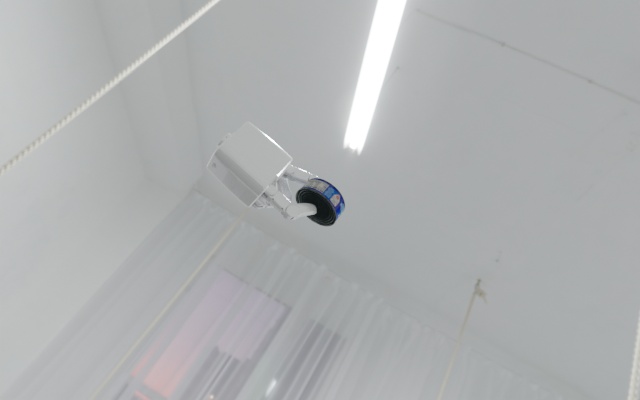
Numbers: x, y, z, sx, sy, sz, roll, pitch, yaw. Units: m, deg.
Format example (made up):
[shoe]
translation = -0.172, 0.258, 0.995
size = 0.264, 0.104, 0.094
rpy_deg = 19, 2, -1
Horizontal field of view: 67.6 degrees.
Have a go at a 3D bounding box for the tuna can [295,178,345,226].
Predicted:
[tuna can]
translation = 0.000, 0.002, 0.842
size = 0.086, 0.086, 0.033
rpy_deg = 0, 39, 46
